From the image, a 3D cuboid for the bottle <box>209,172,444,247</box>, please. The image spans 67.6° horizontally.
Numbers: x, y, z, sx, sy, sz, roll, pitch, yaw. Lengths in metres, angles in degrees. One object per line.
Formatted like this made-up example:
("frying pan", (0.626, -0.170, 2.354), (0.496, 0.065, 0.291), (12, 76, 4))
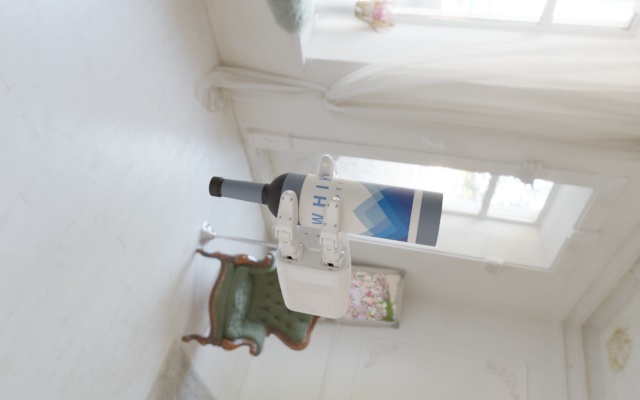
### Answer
("bottle", (0.000, 0.002, 0.602), (0.295, 0.069, 0.069), (8, 2, 12))
